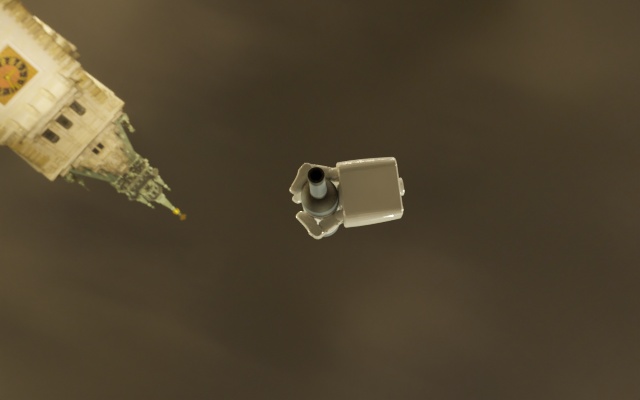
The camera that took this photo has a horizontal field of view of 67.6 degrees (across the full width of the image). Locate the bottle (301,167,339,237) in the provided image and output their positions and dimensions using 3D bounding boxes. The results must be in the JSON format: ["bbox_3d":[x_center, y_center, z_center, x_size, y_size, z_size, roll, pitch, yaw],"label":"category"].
[{"bbox_3d":[0.000,0.003,0.872,0.069,0.069,0.296,0,-17,3],"label":"bottle"}]
